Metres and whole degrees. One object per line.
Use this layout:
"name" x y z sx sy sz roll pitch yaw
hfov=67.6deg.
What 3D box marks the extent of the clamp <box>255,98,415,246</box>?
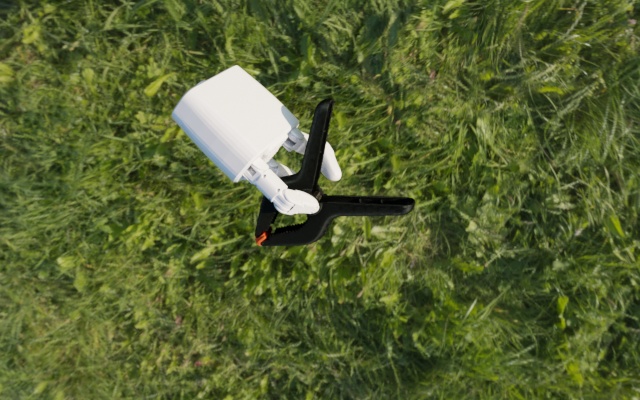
"clamp" -0.001 0.002 0.593 0.210 0.164 0.036 -45 2 28
